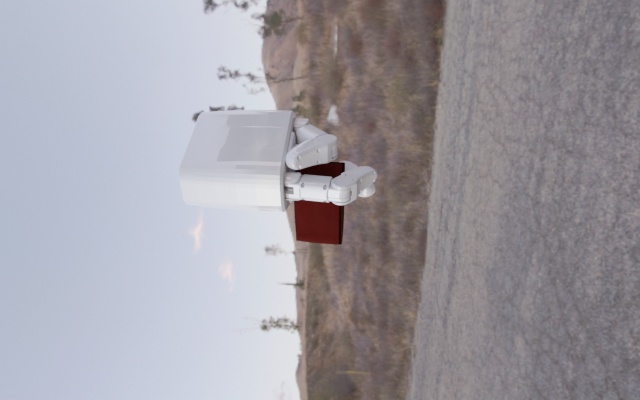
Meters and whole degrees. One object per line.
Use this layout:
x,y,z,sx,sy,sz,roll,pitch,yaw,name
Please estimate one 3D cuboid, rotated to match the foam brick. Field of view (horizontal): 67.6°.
0.000,0.002,0.526,0.051,0.078,0.053,2,33,5,foam brick
